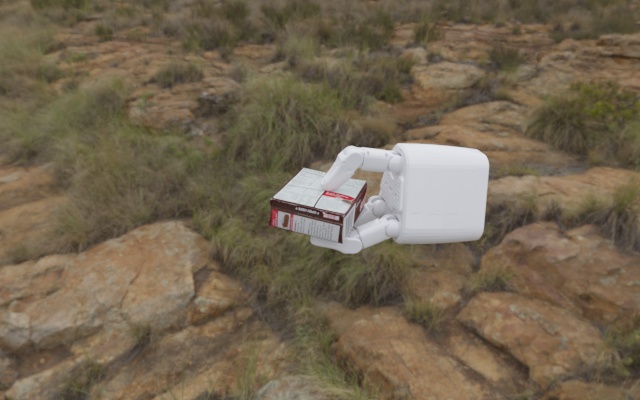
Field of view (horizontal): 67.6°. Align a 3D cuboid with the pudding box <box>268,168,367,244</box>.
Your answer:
[{"bbox_3d":[0.000,0.002,0.568,0.090,0.039,0.113,12,24,14],"label":"pudding box"}]
